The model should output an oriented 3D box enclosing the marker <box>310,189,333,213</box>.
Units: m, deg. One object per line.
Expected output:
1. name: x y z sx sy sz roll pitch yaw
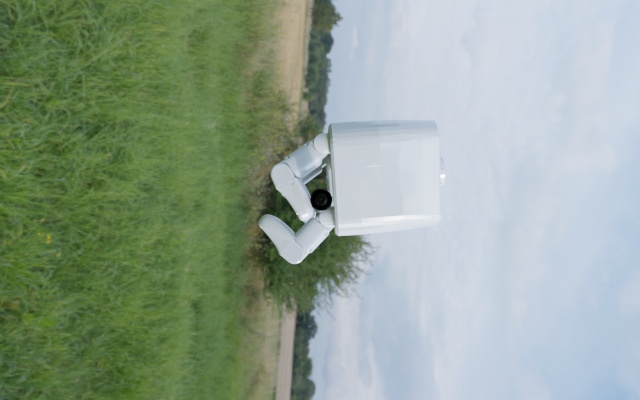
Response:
1. marker: 0.000 0.002 0.452 0.020 0.020 0.121 0 -2 -1
